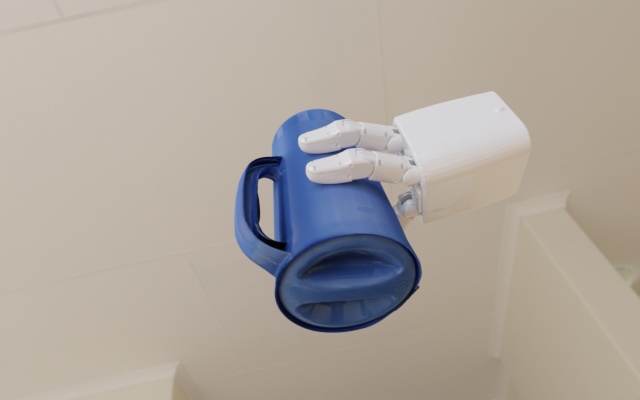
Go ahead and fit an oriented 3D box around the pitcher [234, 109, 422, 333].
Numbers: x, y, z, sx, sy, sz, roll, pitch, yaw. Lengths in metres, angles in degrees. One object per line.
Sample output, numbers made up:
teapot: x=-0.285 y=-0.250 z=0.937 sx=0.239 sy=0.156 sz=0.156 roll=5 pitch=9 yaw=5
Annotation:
pitcher: x=0.000 y=0.002 z=0.504 sx=0.145 sy=0.149 sz=0.242 roll=-18 pitch=41 yaw=4
